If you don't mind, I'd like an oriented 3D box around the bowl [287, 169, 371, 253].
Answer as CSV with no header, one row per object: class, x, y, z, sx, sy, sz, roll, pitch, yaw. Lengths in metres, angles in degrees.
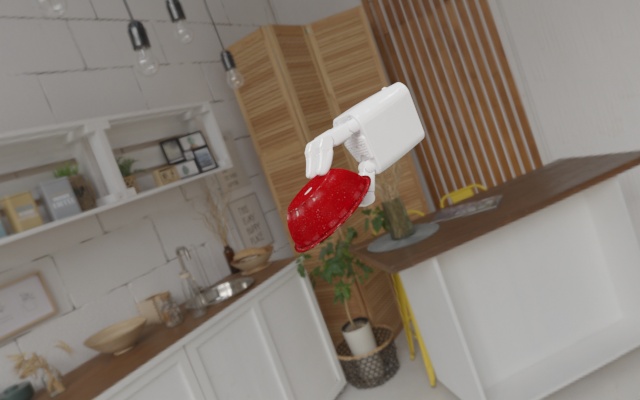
bowl,-0.001,0.003,0.729,0.055,0.162,0.162,44,-13,-13
